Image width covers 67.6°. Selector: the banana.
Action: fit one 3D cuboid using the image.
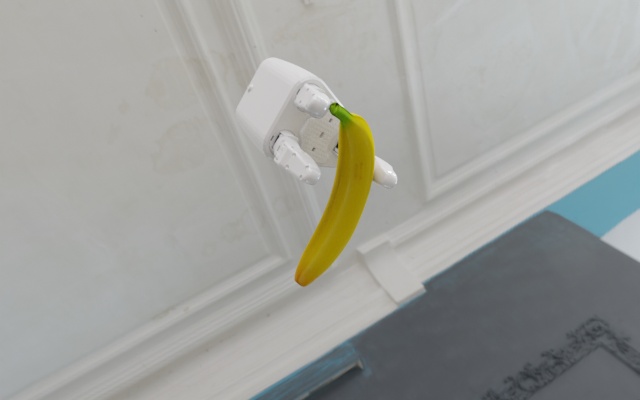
[{"bbox_3d":[0.017,-0.003,0.469,0.069,0.198,0.037,-6,31,-30],"label":"banana"}]
